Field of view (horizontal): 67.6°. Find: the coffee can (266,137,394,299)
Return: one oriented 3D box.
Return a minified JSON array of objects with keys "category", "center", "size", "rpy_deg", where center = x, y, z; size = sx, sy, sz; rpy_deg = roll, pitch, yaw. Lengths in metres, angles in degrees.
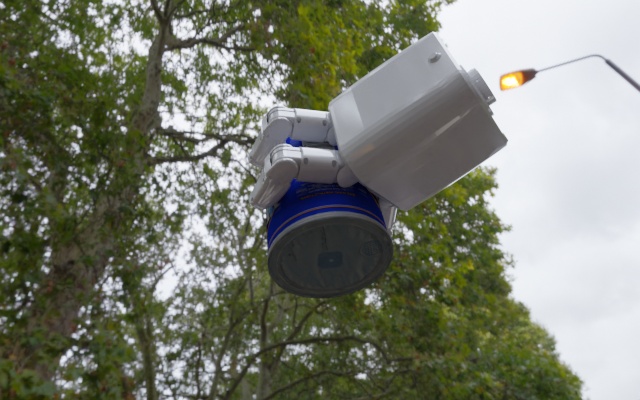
[{"category":"coffee can","center":[0.000,0.002,0.433],"size":[0.103,0.103,0.140],"rpy_deg":[0,44,-10]}]
